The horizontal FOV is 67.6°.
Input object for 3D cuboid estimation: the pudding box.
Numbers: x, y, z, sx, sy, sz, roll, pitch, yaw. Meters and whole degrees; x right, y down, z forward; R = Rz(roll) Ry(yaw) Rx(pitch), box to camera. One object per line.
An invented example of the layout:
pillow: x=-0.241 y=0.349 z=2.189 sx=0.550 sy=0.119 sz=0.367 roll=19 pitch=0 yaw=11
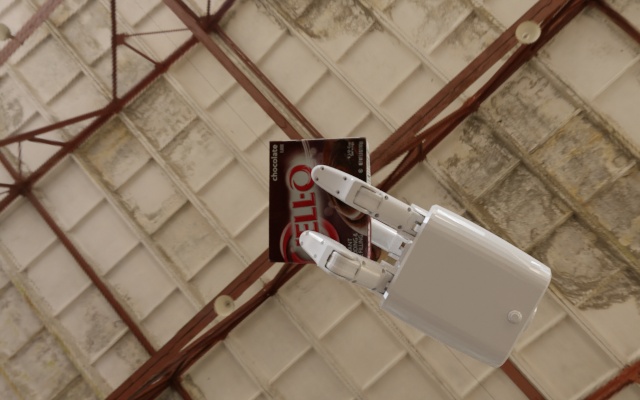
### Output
pudding box: x=0.000 y=0.001 z=0.433 sx=0.090 sy=0.113 sz=0.039 roll=-1 pitch=-4 yaw=13
